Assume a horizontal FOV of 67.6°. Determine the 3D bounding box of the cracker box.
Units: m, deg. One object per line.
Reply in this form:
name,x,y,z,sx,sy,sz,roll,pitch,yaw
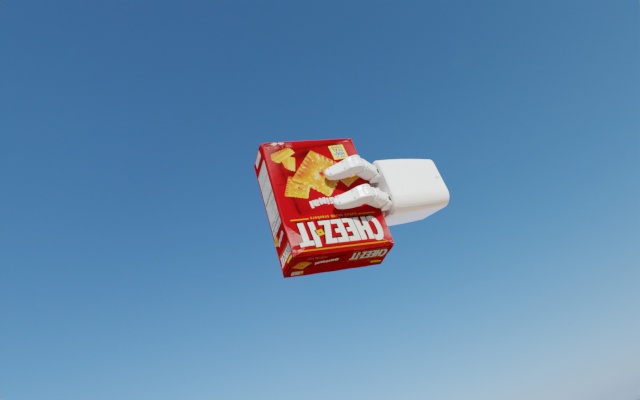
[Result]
cracker box,0.000,0.002,0.752,0.164,0.213,0.072,-5,-34,-21
